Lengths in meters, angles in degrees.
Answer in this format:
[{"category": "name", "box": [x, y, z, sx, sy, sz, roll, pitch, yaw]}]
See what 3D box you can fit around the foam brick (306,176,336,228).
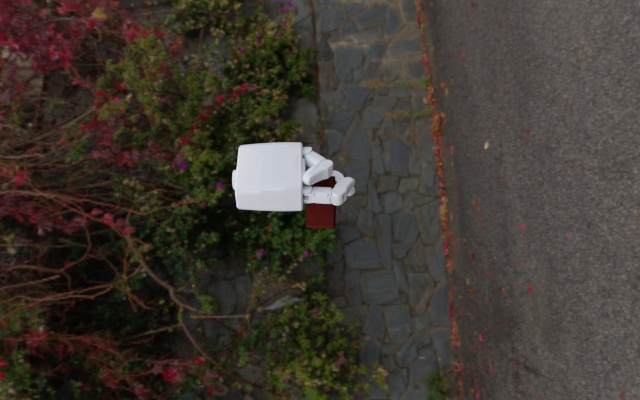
[{"category": "foam brick", "box": [0.000, 0.003, 0.818, 0.051, 0.078, 0.053, -1, 40, -2]}]
